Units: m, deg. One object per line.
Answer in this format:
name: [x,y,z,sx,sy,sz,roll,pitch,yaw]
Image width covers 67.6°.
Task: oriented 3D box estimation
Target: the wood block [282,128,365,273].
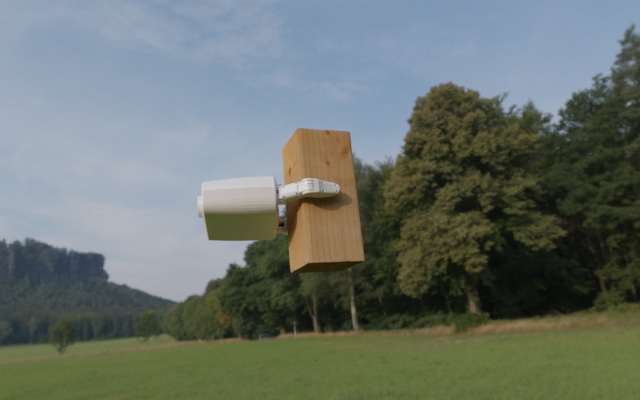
wood block: [0.000,0.002,0.742,0.090,0.206,0.091,1,-17,-21]
